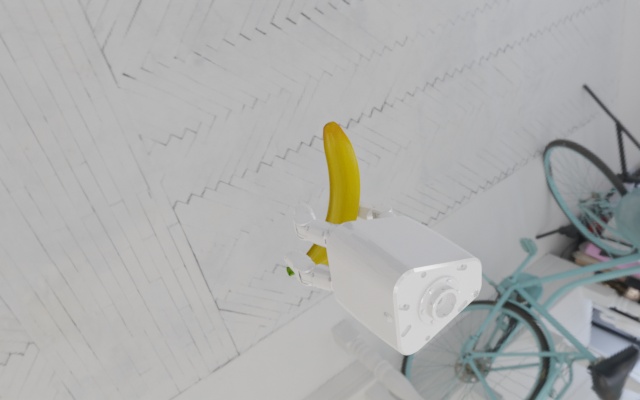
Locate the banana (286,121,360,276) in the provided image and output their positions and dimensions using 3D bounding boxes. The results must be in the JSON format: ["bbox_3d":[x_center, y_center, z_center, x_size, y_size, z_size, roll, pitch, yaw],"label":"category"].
[{"bbox_3d":[0.015,0.007,0.574,0.069,0.198,0.037,6,16,-30],"label":"banana"}]
